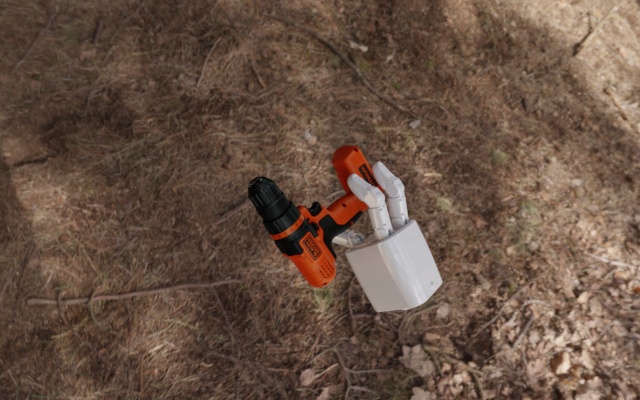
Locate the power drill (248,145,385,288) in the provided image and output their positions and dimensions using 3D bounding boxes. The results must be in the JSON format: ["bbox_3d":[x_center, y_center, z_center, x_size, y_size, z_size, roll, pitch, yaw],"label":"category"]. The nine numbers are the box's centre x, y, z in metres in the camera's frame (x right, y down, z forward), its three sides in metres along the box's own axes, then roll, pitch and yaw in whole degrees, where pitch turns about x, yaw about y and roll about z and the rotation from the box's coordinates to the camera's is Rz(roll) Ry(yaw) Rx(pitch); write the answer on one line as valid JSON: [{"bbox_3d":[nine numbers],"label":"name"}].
[{"bbox_3d":[0.001,0.002,0.691,0.057,0.184,0.187,0,38,52],"label":"power drill"}]
